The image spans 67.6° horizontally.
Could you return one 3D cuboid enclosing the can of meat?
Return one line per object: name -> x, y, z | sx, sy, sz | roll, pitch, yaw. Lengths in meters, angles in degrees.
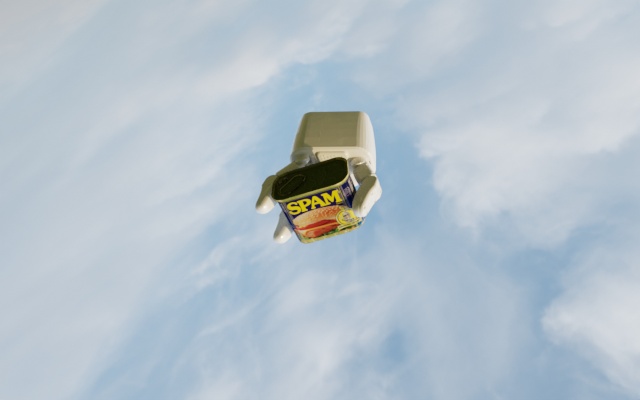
can of meat -> 0.000, 0.002, 0.618 | 0.102, 0.084, 0.057 | -16, 38, 12
